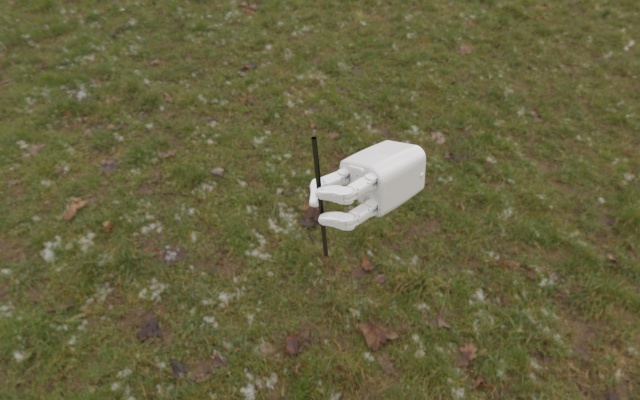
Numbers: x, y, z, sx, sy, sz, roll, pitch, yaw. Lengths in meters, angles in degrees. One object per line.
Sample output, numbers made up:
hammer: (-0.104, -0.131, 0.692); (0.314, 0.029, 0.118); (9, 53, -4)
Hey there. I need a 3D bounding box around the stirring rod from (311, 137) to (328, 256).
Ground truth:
stirring rod: (0.000, 0.003, 0.769); (0.011, 0.240, 0.011); (-4, 39, 3)
